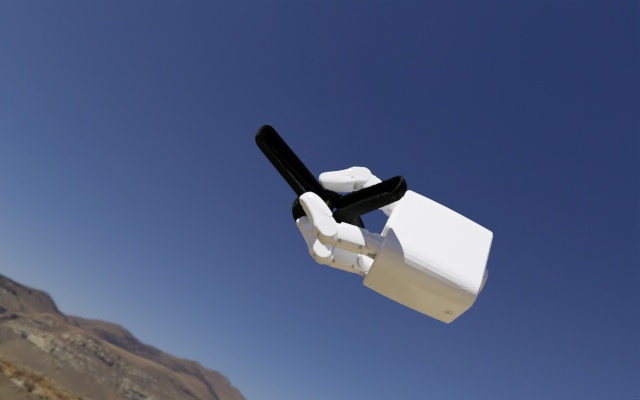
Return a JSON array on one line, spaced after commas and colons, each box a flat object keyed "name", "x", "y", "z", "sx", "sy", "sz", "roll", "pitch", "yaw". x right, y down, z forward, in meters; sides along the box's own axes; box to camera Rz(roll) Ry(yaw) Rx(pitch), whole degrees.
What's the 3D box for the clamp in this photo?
[{"name": "clamp", "x": 0.001, "y": 0.002, "z": 0.552, "sx": 0.164, "sy": 0.036, "sz": 0.210, "roll": 27, "pitch": -28, "yaw": 9}]
